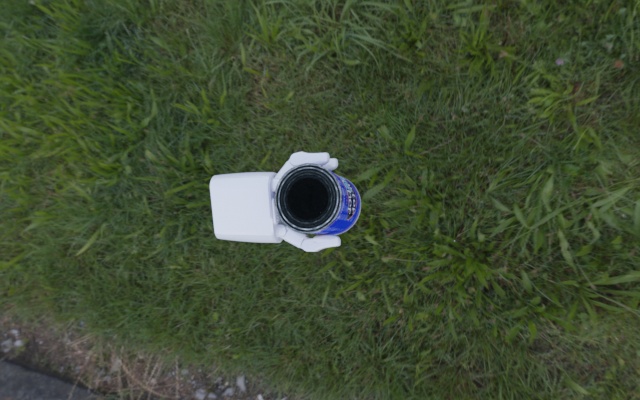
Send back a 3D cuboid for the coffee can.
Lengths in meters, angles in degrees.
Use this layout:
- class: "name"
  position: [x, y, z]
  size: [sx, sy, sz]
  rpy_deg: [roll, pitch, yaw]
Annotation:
- class: "coffee can"
  position: [0.000, 0.003, 0.748]
  size: [0.103, 0.103, 0.140]
  rpy_deg: [0, -5, 16]
